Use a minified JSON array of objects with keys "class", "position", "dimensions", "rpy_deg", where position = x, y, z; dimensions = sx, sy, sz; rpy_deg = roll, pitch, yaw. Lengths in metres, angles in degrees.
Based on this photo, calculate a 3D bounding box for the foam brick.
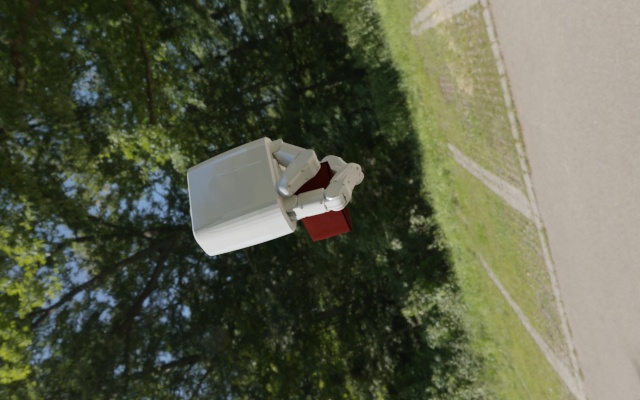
[{"class":"foam brick","position":[0.000,0.002,0.577],"dimensions":[0.051,0.053,0.078],"rpy_deg":[-19,-47,7]}]
